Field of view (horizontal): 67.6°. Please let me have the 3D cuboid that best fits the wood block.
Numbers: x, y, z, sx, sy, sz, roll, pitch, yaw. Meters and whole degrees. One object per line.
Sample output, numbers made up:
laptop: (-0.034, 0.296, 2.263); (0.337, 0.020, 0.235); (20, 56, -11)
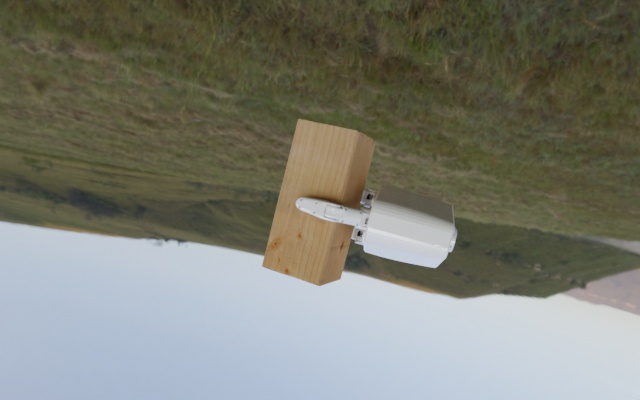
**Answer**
wood block: (0.000, 0.002, 0.663); (0.090, 0.206, 0.091); (15, 3, 21)
